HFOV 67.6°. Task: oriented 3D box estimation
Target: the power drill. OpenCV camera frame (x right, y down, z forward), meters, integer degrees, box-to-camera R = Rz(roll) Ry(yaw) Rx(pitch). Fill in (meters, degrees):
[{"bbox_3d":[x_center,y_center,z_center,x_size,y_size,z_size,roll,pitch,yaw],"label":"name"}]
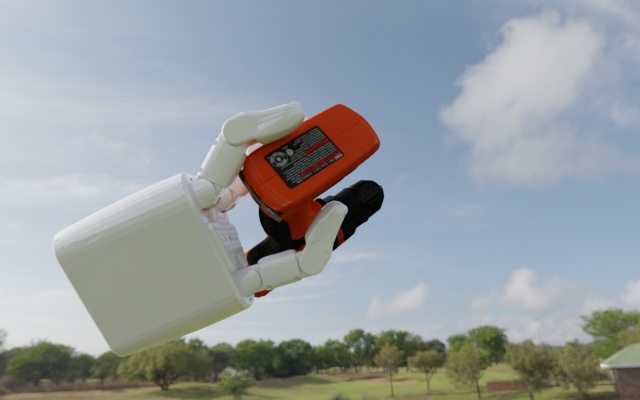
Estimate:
[{"bbox_3d":[0.000,0.001,0.436,0.184,0.057,0.188,-35,-22,-22],"label":"power drill"}]
